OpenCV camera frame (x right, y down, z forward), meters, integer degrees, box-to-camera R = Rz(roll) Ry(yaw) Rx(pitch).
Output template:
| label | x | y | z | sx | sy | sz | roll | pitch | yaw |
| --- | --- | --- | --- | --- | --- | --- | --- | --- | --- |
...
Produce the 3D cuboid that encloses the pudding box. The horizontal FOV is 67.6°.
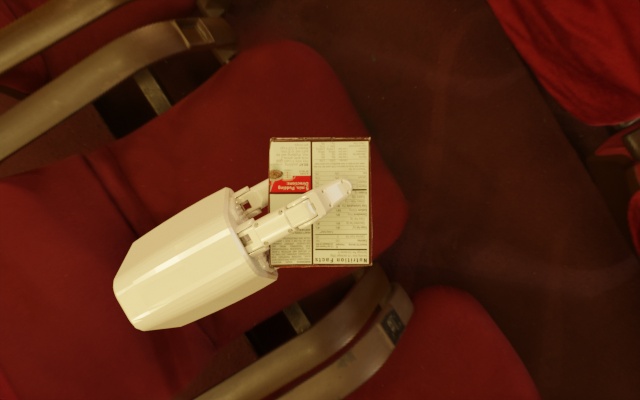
| label | x | y | z | sx | sy | sz | roll | pitch | yaw |
| --- | --- | --- | --- | --- | --- | --- | --- | --- | --- |
| pudding box | 0.000 | 0.001 | 0.419 | 0.090 | 0.113 | 0.039 | 0 | 4 | 1 |
